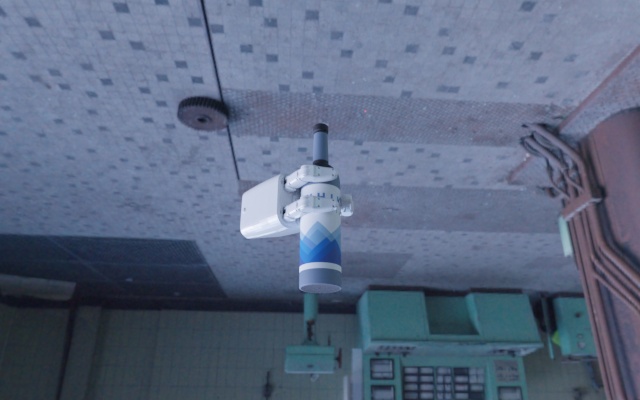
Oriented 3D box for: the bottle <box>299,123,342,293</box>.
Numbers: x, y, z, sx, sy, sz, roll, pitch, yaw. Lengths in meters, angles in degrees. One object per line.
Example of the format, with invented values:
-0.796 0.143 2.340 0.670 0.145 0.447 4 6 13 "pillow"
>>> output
0.000 0.003 0.803 0.069 0.295 0.069 0 -23 0 "bottle"
